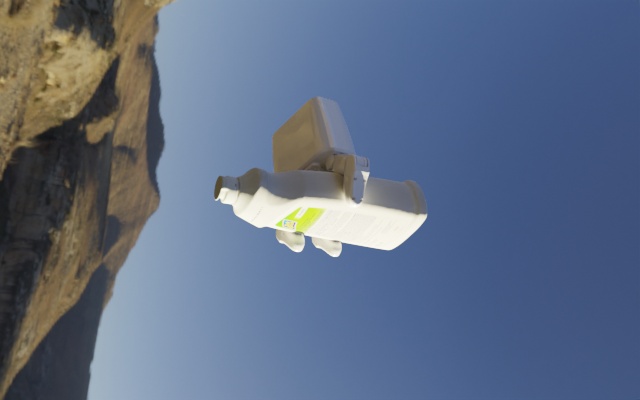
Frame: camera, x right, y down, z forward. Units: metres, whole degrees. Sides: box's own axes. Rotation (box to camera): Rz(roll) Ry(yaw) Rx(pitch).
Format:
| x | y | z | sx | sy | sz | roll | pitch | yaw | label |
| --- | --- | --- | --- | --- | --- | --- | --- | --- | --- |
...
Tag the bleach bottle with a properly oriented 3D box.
| x | y | z | sx | sy | sz | roll | pitch | yaw | label |
| --- | --- | --- | --- | --- | --- | --- | --- | --- | --- |
| 0.000 | 0.002 | 0.579 | 0.251 | 0.068 | 0.103 | 11 | -42 | -27 | bleach bottle |
